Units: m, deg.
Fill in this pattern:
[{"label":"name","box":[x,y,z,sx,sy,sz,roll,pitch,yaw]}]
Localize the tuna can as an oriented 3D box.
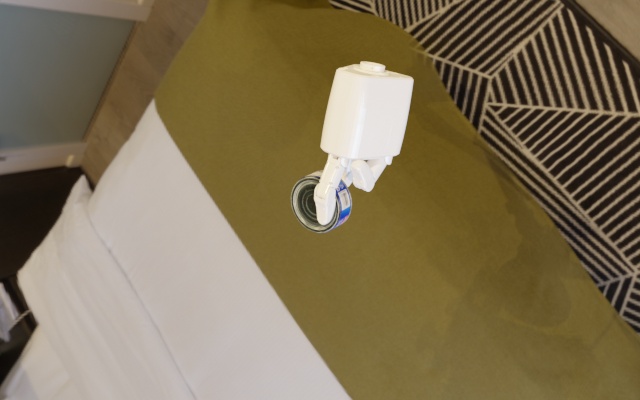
[{"label":"tuna can","box":[0.000,0.002,0.682,0.086,0.086,0.033,0,17,35]}]
